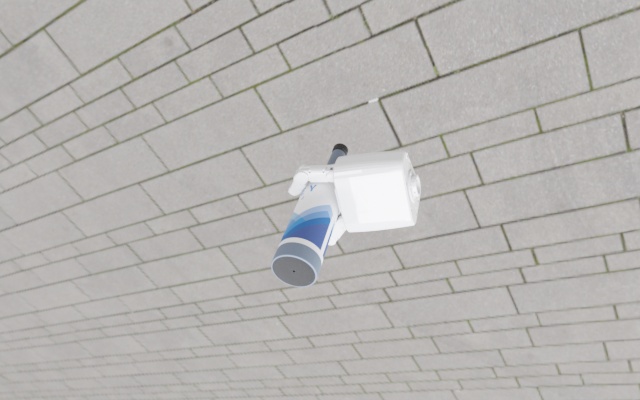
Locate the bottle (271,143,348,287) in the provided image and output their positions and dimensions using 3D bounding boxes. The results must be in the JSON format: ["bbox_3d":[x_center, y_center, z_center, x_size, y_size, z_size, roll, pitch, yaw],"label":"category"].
[{"bbox_3d":[0.000,0.003,0.760,0.069,0.069,0.295,0,40,19],"label":"bottle"}]
